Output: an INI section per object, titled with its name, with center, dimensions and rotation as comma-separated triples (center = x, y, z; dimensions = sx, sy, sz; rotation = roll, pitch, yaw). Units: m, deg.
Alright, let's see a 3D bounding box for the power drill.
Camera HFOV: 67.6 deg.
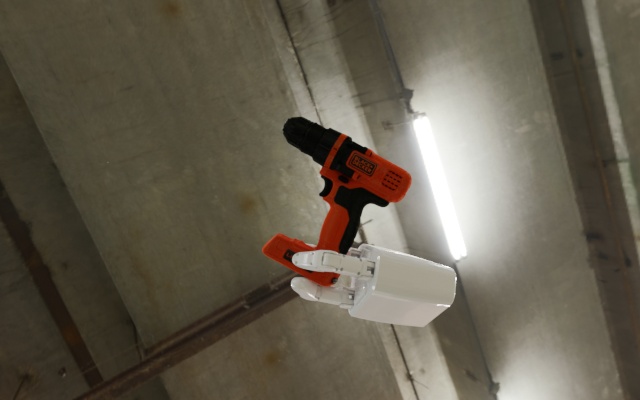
[power drill]
center = 0.000, 0.003, 0.625
dimensions = 0.184, 0.187, 0.057
rotation = 29, 1, 7
